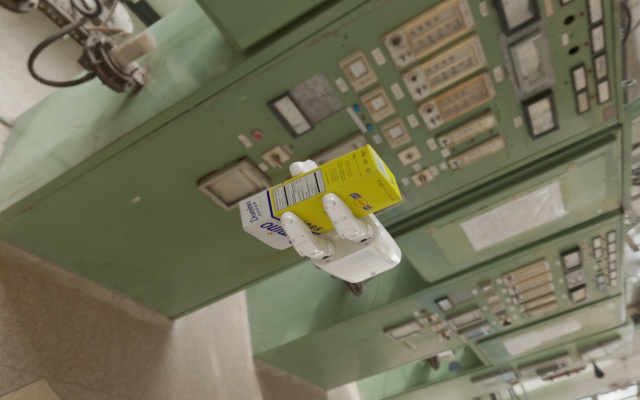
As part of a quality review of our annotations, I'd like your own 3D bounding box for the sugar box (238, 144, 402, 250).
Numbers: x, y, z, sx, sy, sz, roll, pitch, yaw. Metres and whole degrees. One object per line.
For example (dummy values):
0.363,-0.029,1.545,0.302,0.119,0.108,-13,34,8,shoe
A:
0.000,0.002,0.578,0.176,0.048,0.093,-26,-31,16,sugar box
